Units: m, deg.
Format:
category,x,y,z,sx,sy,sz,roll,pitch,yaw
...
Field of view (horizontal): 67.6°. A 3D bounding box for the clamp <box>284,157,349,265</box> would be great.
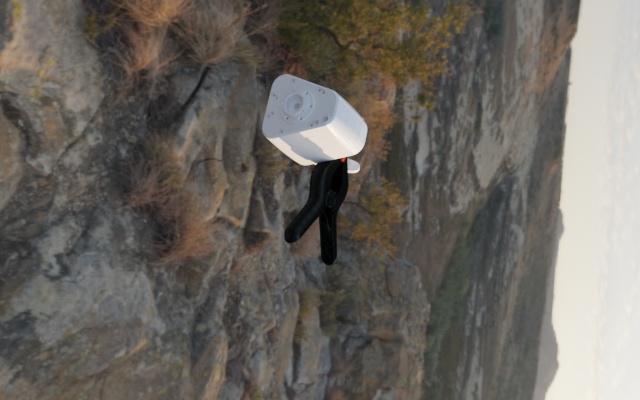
category,x,y,z,sx,sy,sz,roll,pitch,yaw
clamp,0.001,0.002,0.691,0.039,0.171,0.120,3,-12,28
